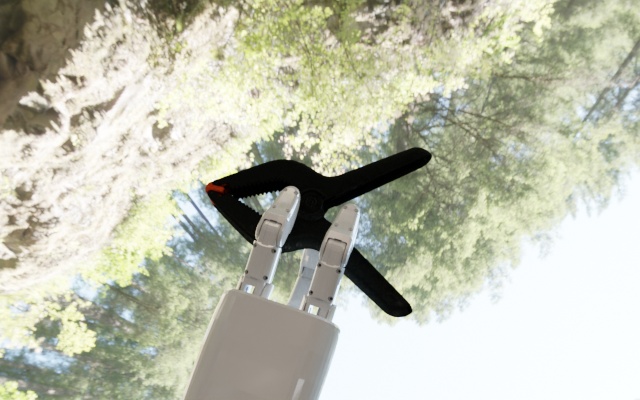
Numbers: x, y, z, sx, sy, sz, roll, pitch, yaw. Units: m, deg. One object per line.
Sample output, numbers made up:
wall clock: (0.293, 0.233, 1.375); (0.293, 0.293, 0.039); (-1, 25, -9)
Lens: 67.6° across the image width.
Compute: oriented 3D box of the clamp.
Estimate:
clamp: (0.000, 0.002, 0.445); (0.210, 0.164, 0.036); (16, -26, 11)
